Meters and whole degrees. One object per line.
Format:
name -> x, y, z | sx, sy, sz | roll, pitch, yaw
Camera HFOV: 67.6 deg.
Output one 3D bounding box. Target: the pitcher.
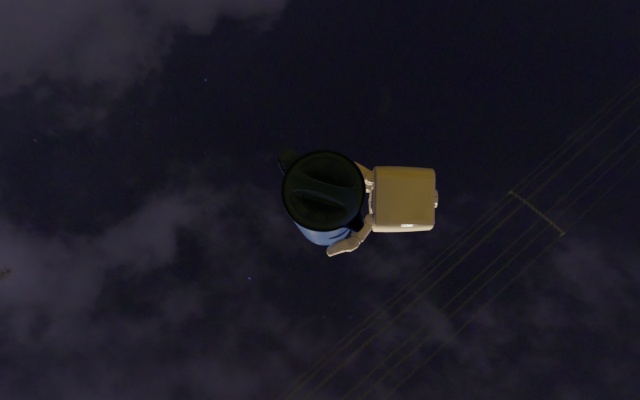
pitcher -> 0.000, 0.003, 0.853 | 0.145, 0.149, 0.243 | -1, -14, 1
